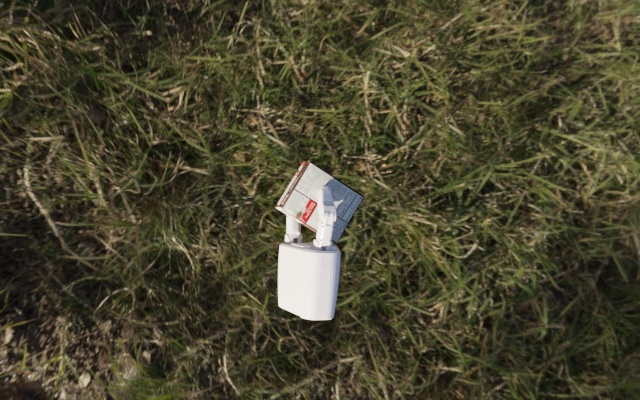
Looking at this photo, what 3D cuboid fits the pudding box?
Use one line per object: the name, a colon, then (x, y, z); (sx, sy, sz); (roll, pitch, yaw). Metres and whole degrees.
pudding box: (0.000, 0.003, 0.760); (0.113, 0.090, 0.039); (33, -7, -18)
